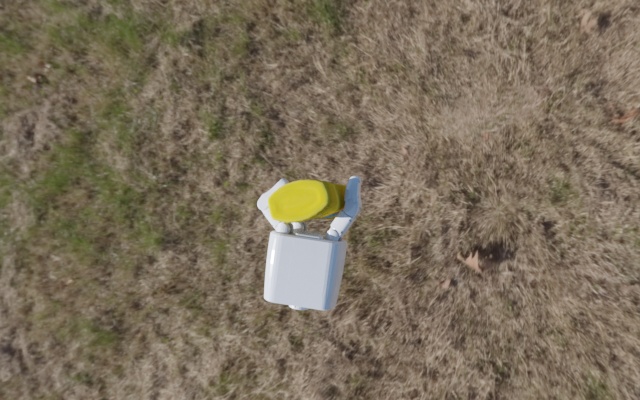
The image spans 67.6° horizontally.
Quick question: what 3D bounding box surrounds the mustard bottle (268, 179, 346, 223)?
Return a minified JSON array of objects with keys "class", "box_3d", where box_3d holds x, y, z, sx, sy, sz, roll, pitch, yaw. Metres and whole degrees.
[{"class":"mustard bottle","box_3d":[0.000,0.002,0.750,0.096,0.058,0.191,-17,-7,19]}]
